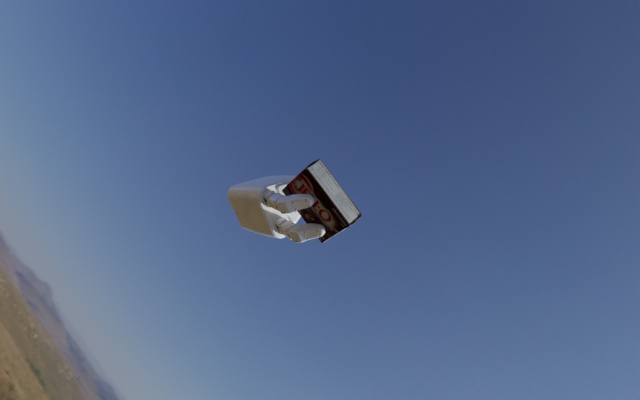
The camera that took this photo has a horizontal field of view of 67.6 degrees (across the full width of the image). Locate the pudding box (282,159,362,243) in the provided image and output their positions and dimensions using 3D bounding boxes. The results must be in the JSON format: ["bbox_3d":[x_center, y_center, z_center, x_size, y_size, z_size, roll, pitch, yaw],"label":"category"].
[{"bbox_3d":[0.000,0.002,0.755,0.039,0.113,0.090,-40,1,-35],"label":"pudding box"}]
